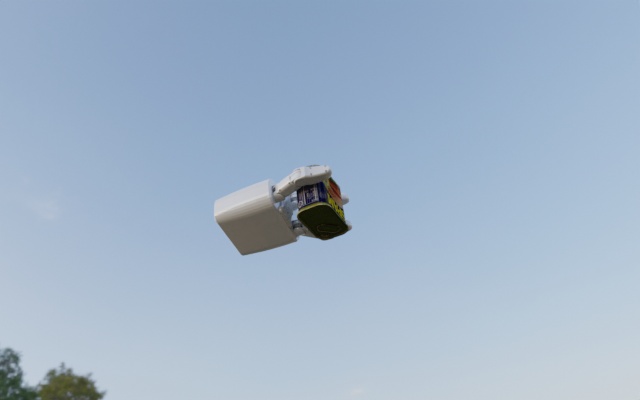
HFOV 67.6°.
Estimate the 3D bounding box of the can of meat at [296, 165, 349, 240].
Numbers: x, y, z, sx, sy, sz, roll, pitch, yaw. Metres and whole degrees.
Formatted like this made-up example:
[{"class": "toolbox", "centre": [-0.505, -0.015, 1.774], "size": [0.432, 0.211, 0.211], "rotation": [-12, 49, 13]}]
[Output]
[{"class": "can of meat", "centre": [0.000, 0.002, 0.771], "size": [0.057, 0.084, 0.102], "rotation": [-21, -37, 17]}]
